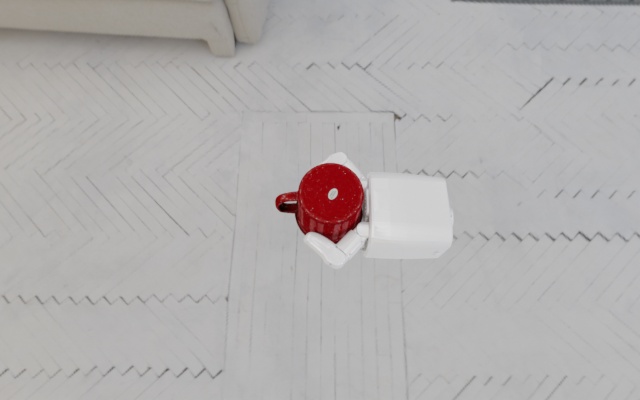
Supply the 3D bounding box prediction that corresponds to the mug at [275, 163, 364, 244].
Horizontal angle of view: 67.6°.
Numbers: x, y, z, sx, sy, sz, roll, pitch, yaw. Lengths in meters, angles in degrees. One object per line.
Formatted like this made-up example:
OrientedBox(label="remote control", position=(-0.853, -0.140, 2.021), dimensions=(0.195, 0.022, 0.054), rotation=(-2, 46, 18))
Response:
OrientedBox(label="mug", position=(-0.001, 0.002, 0.615), dimensions=(0.117, 0.093, 0.081), rotation=(3, -19, 0))
